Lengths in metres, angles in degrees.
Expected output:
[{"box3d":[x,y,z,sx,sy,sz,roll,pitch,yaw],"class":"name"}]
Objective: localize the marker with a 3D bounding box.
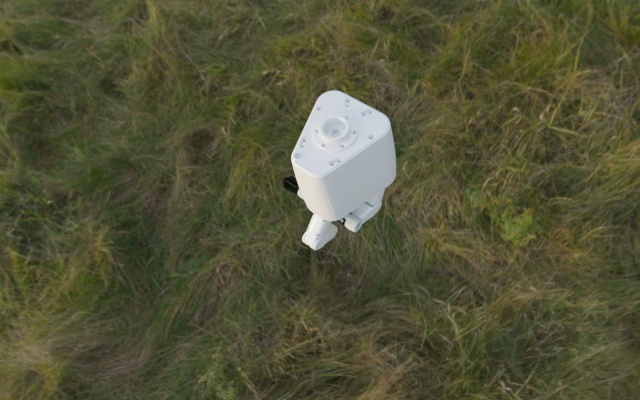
[{"box3d":[0.000,0.002,0.611,0.121,0.020,0.020,32,14,23],"class":"marker"}]
